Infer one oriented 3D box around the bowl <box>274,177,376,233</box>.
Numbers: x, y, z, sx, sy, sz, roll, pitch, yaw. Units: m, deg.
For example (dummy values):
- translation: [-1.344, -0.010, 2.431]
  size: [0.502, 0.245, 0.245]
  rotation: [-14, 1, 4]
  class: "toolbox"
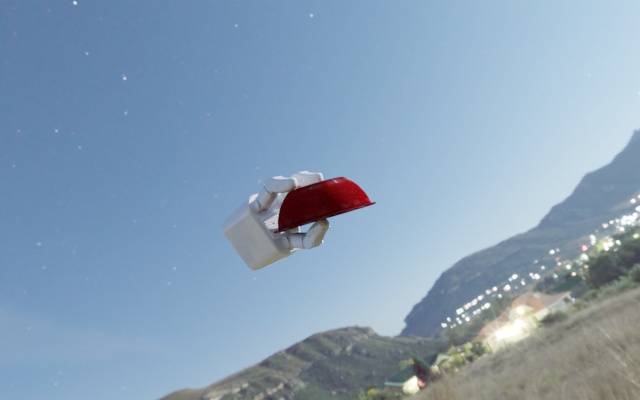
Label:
- translation: [0.001, 0.002, 0.729]
  size: [0.162, 0.055, 0.162]
  rotation: [-16, -2, -1]
  class: "bowl"
